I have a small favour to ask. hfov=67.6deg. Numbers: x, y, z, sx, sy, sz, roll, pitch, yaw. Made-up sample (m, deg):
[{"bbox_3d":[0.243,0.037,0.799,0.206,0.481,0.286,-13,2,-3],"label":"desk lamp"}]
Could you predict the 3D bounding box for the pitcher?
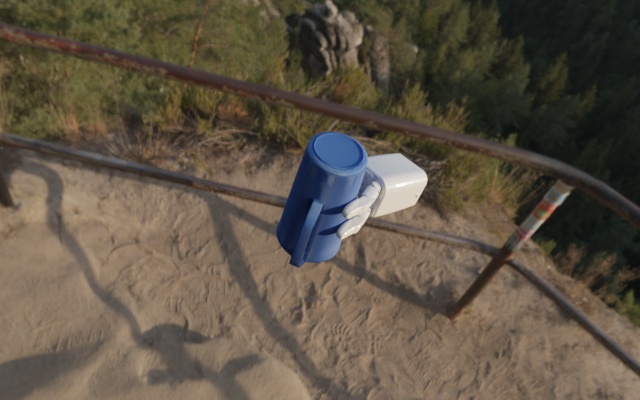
[{"bbox_3d":[0.000,0.003,0.876,0.145,0.149,0.243,-11,-37,-26],"label":"pitcher"}]
